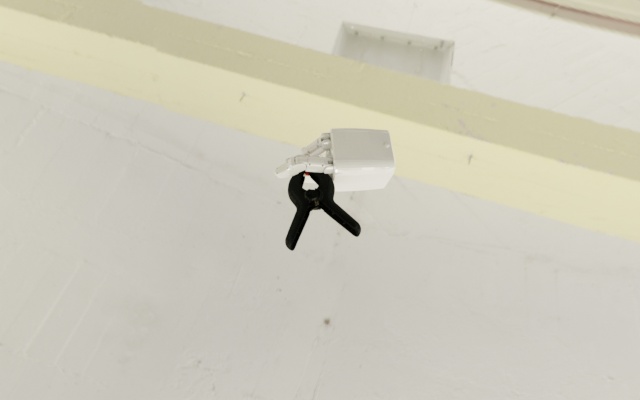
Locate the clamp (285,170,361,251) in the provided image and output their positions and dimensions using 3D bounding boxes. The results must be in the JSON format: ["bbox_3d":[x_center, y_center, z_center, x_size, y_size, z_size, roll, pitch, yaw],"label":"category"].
[{"bbox_3d":[0.000,0.003,0.788,0.120,0.171,0.039,-1,-33,-5],"label":"clamp"}]
